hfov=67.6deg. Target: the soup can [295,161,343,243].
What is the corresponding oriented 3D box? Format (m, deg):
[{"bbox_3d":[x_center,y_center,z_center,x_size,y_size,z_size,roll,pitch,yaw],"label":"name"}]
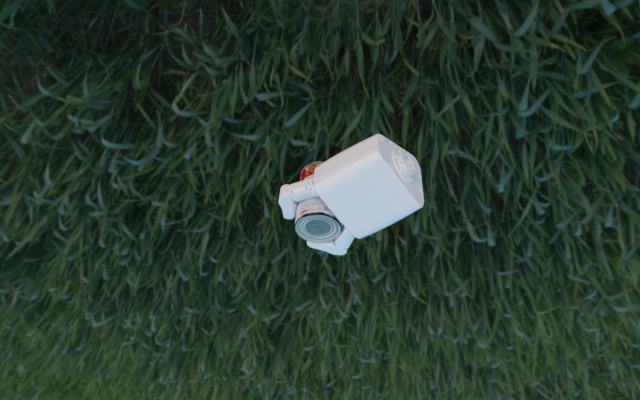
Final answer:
[{"bbox_3d":[0.000,0.003,0.698,0.068,0.102,0.069,2,-41,2],"label":"soup can"}]
